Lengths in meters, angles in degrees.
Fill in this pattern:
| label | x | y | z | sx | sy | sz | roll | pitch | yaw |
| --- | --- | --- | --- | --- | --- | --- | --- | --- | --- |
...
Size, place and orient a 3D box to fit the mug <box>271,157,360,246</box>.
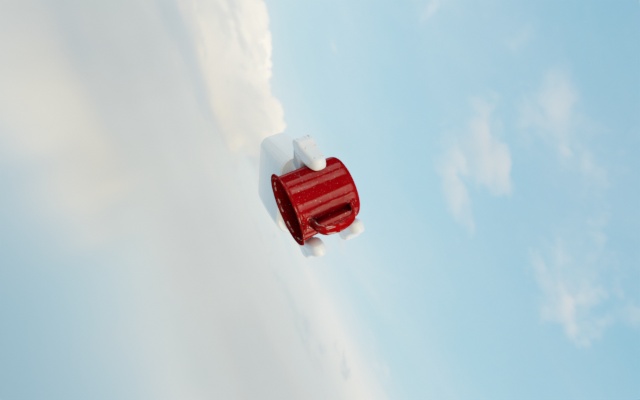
| label | x | y | z | sx | sy | sz | roll | pitch | yaw |
| --- | --- | --- | --- | --- | --- | --- | --- | --- | --- |
| mug | 0.001 | 0.002 | 0.570 | 0.081 | 0.093 | 0.117 | -23 | 33 | -15 |
